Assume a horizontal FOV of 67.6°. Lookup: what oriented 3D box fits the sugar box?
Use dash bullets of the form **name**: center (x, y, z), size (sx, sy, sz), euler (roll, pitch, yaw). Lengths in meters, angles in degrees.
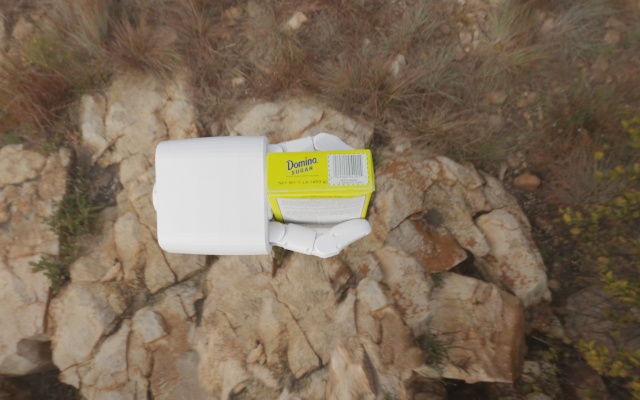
- **sugar box**: center (0.000, 0.001, 0.487), size (0.093, 0.048, 0.176), euler (-1, -15, -1)
